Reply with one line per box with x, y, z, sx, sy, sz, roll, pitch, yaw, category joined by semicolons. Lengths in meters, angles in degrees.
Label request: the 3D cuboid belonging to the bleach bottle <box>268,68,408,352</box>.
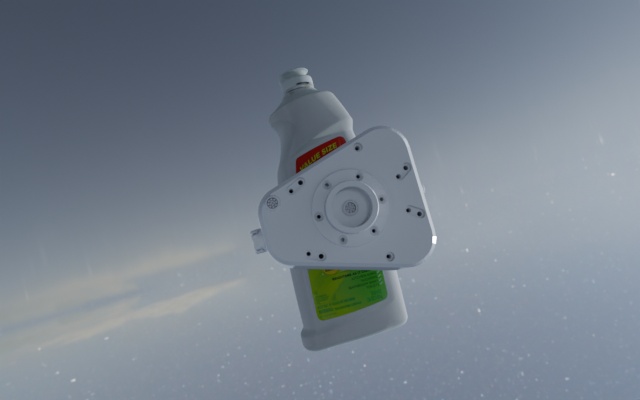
0.000;0.001;0.447;0.102;0.251;0.068;-16;-4;-4;bleach bottle
